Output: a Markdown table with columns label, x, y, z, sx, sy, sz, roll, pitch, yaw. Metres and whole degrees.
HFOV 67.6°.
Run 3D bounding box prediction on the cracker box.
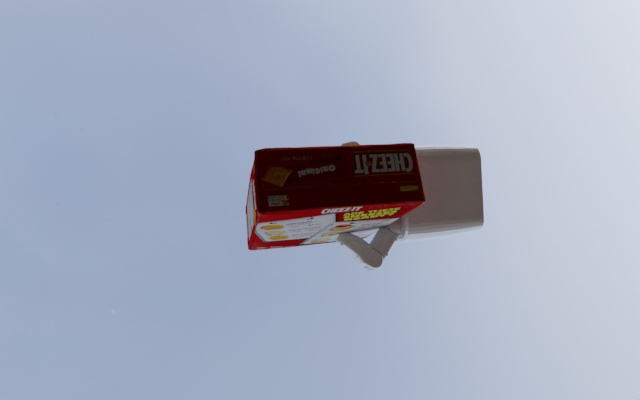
| label | x | y | z | sx | sy | sz | roll | pitch | yaw |
| --- | --- | --- | --- | --- | --- | --- | --- | --- | --- |
| cracker box | 0.000 | 0.002 | 0.550 | 0.164 | 0.072 | 0.214 | -4 | -14 | -12 |
